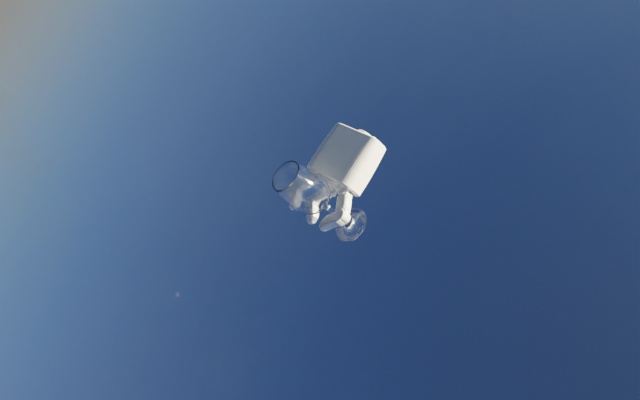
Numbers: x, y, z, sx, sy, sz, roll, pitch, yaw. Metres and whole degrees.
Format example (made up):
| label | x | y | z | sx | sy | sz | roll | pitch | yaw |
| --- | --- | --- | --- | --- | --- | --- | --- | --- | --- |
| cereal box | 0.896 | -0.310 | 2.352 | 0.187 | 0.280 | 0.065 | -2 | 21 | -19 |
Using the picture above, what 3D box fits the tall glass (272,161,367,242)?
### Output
| label | x | y | z | sx | sy | sz | roll | pitch | yaw |
| --- | --- | --- | --- | --- | --- | --- | --- | --- | --- |
| tall glass | 0.001 | 0.003 | 0.888 | 0.079 | 0.079 | 0.201 | 0 | -27 | 44 |
